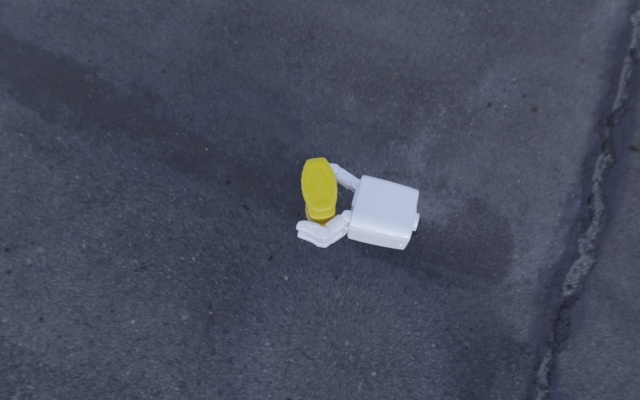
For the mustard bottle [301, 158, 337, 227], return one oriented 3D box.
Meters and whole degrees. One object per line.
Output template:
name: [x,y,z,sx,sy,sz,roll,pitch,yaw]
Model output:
mustard bottle: [0.000,0.003,0.856,0.058,0.096,0.192,-9,-19,-2]
